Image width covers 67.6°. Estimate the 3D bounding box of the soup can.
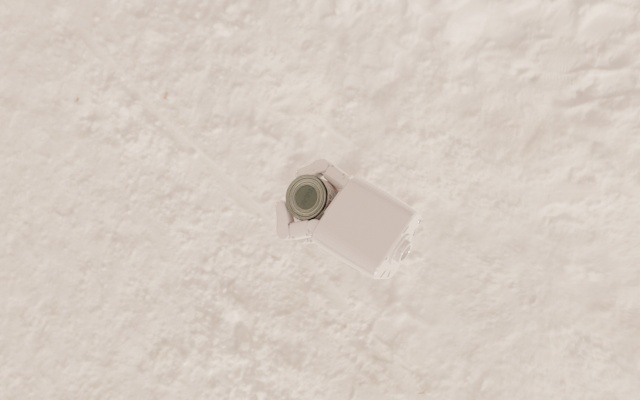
[{"bbox_3d":[0.000,0.002,0.716,0.068,0.068,0.102,0,-8,25],"label":"soup can"}]
